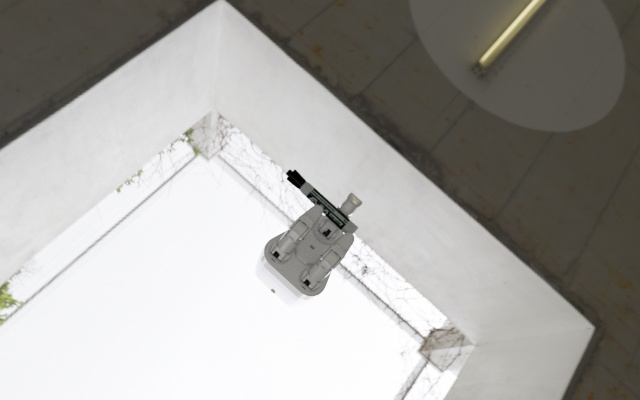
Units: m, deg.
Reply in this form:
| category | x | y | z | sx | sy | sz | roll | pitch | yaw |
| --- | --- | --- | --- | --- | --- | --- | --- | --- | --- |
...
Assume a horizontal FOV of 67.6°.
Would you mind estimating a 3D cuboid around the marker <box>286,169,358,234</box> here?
| category | x | y | z | sx | sy | sz | roll | pitch | yaw |
| --- | --- | --- | --- | --- | --- | --- | --- | --- | --- |
| marker | 0.000 | 0.002 | 0.638 | 0.121 | 0.020 | 0.020 | 43 | 3 | 4 |
